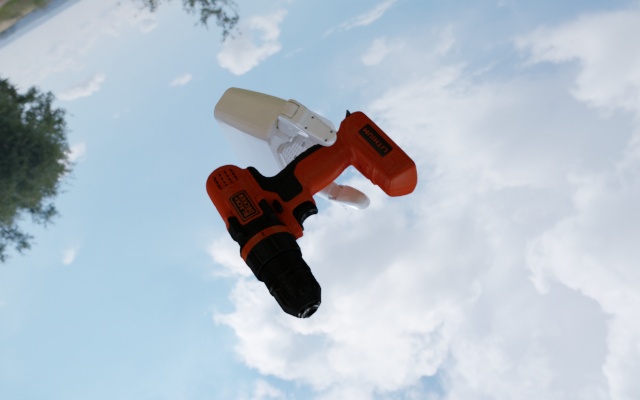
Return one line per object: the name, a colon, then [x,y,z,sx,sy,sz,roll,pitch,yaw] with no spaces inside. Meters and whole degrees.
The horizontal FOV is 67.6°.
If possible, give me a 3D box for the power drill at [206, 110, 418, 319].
power drill: [0.000,0.001,0.471,0.187,0.184,0.057,-30,-31,-15]
